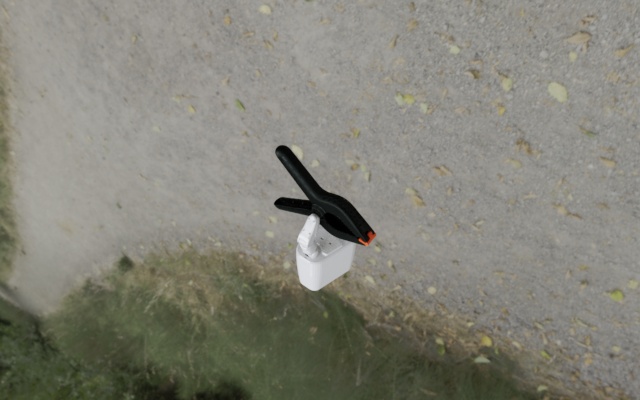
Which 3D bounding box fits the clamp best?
[{"bbox_3d":[0.000,0.004,0.796,0.210,0.036,0.165,30,-32,22],"label":"clamp"}]
